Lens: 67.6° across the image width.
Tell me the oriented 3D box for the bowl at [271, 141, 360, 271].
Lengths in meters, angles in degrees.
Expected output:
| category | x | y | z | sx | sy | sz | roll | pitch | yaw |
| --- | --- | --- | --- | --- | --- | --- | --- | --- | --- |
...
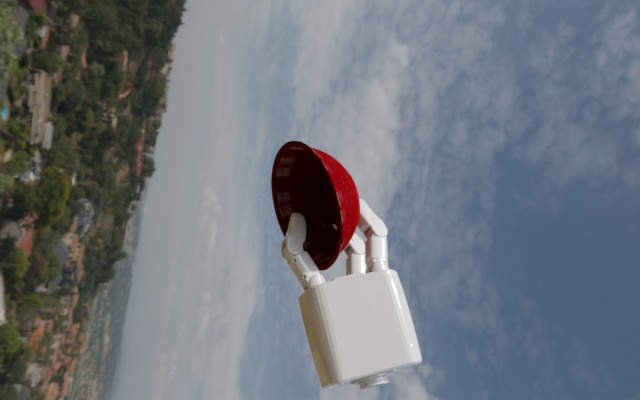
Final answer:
| category | x | y | z | sx | sy | sz | roll | pitch | yaw |
| --- | --- | --- | --- | --- | --- | --- | --- | --- | --- |
| bowl | 0.000 | 0.001 | 0.594 | 0.055 | 0.162 | 0.162 | -16 | 8 | -31 |
